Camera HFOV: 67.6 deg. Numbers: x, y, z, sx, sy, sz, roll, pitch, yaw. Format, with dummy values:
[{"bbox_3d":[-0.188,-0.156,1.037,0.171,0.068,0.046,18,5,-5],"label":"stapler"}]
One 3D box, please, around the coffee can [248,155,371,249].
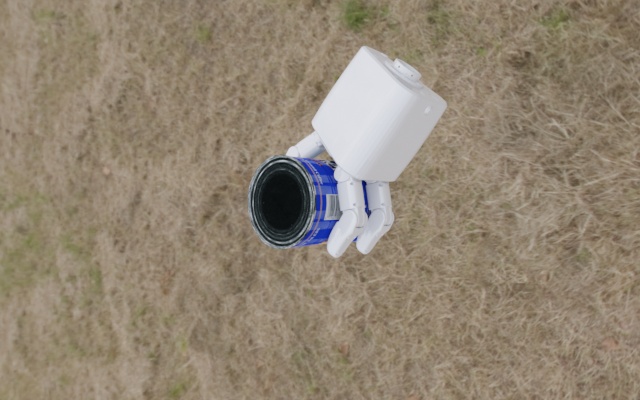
[{"bbox_3d":[0.000,0.002,0.567,0.103,0.103,0.140,0,0,40],"label":"coffee can"}]
